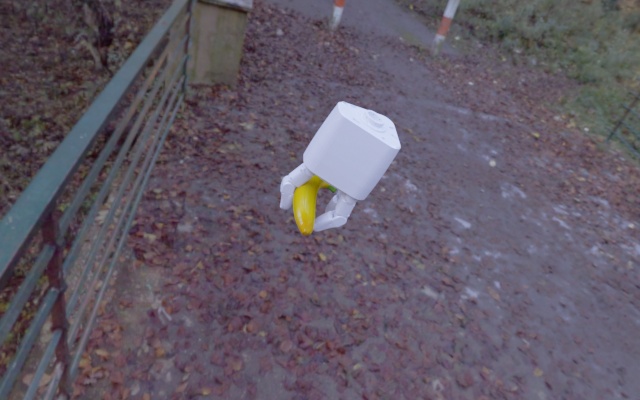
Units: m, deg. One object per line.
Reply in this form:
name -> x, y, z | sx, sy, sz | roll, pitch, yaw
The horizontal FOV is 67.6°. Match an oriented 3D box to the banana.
banana -> -0.012, -0.012, 0.788 | 0.037, 0.069, 0.197 | -39, 7, 27
